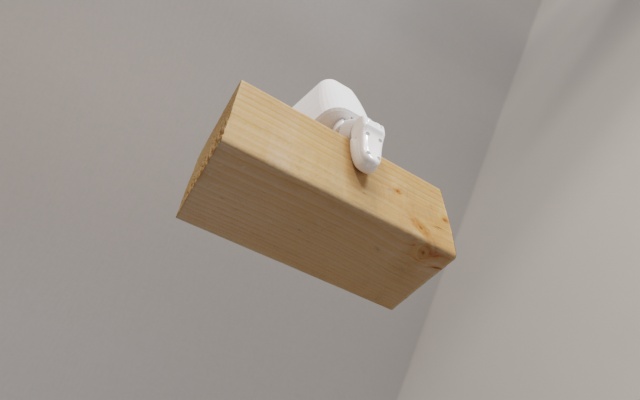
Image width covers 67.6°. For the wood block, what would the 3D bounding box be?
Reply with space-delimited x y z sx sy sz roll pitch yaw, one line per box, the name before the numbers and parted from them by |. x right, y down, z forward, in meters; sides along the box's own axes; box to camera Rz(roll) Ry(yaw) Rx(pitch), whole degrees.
wood block | 0.000 0.001 0.405 0.206 0.090 0.091 26 -53 -19
